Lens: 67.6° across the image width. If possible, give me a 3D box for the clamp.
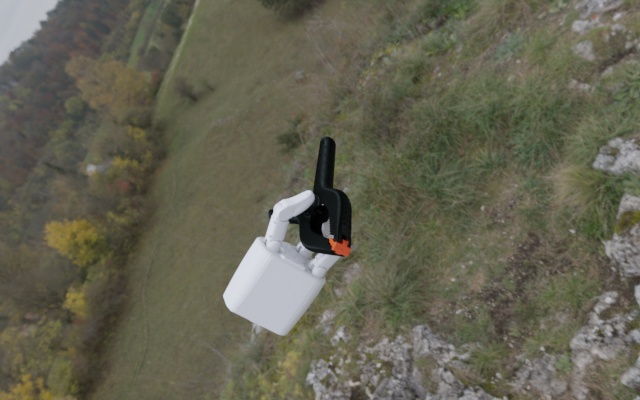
[{"bbox_3d":[0.000,0.002,0.685,0.036,0.164,0.210,26,12,-32],"label":"clamp"}]
